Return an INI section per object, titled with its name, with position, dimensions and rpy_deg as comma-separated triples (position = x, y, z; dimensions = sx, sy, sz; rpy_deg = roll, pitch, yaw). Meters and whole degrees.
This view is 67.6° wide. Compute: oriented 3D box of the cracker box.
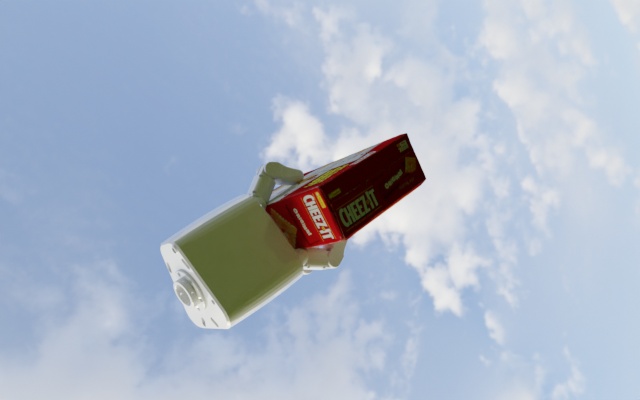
[cracker box]
position = 0.000, 0.002, 0.602
dimensions = 0.164, 0.072, 0.214
rpy_deg = -33, 10, -39
